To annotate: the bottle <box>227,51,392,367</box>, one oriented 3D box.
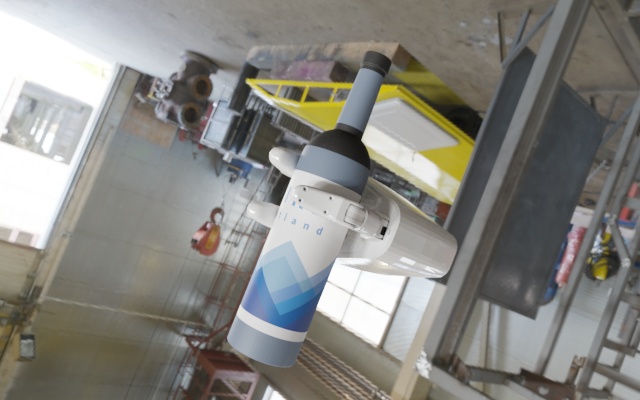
[{"bbox_3d":[0.000,0.002,0.445,0.069,0.295,0.069,22,-2,1],"label":"bottle"}]
